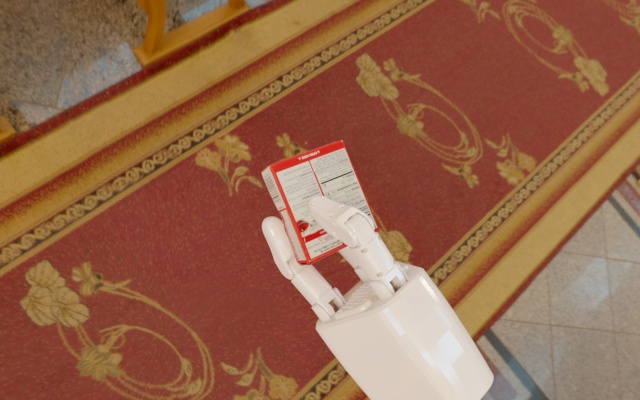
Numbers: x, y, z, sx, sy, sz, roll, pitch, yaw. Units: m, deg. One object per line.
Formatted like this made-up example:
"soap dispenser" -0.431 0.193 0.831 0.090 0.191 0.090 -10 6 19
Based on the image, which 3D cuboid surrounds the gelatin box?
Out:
"gelatin box" 0.000 0.001 0.412 0.073 0.089 0.030 -23 1 -24
